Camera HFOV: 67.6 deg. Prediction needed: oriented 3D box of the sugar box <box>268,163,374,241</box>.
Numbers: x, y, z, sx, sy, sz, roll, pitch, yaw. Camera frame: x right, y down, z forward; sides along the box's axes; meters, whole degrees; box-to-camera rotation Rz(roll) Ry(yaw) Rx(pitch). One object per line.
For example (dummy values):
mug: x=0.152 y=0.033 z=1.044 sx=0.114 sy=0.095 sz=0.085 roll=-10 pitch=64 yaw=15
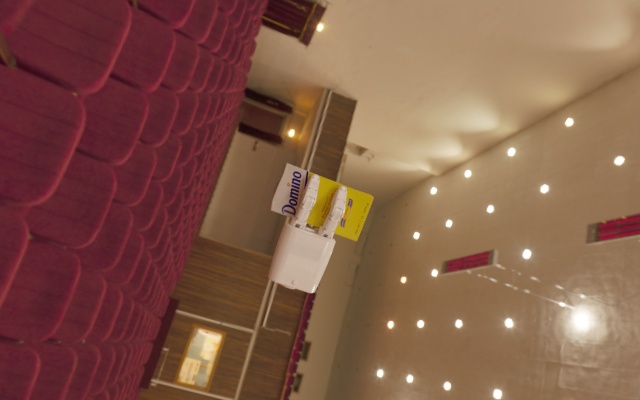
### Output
sugar box: x=0.000 y=0.003 z=0.889 sx=0.176 sy=0.093 sz=0.048 roll=20 pitch=2 yaw=-13
